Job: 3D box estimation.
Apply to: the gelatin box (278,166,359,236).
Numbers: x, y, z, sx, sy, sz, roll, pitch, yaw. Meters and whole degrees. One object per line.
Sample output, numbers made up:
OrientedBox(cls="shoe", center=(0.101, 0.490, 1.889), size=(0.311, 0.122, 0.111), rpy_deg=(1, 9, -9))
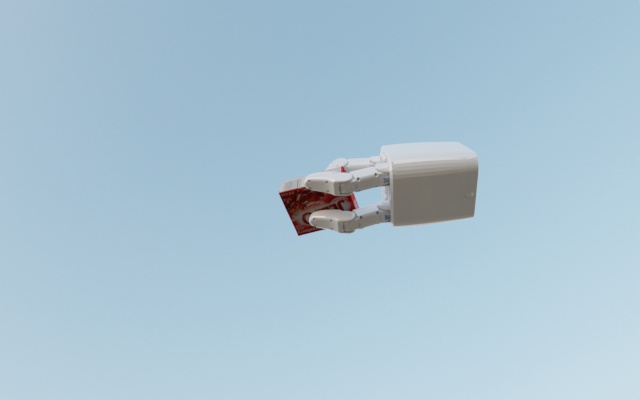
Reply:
OrientedBox(cls="gelatin box", center=(0.000, 0.002, 0.618), size=(0.089, 0.073, 0.030), rpy_deg=(-14, 33, 13))
